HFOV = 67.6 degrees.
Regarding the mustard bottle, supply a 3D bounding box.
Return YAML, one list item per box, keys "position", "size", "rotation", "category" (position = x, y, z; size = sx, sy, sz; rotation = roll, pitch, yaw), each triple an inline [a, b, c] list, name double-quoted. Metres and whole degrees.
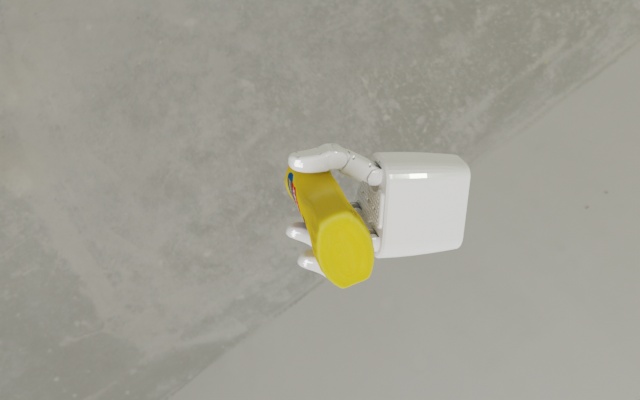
- position: [0.000, 0.002, 0.533]
  size: [0.058, 0.096, 0.191]
  rotation: [-23, 36, -3]
  category: "mustard bottle"
